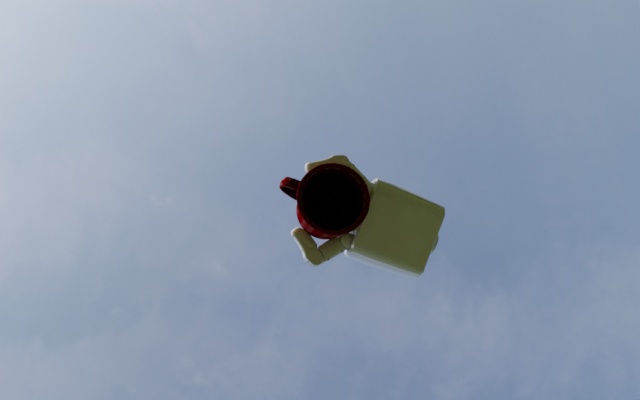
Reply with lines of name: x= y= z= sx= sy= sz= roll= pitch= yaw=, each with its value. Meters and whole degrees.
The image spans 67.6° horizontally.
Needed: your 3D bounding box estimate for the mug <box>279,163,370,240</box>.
mug: x=-0.001 y=0.002 z=0.632 sx=0.117 sy=0.093 sz=0.081 roll=22 pitch=-15 yaw=-2
